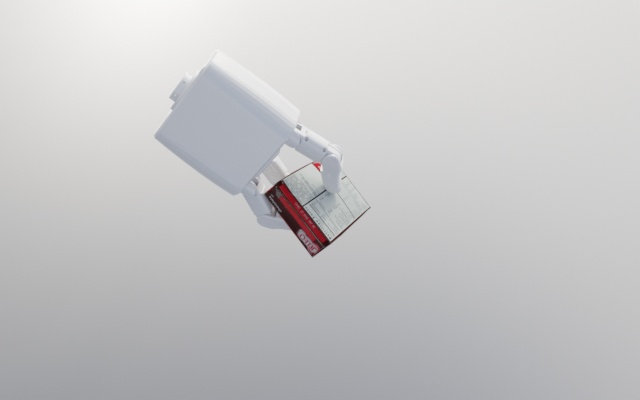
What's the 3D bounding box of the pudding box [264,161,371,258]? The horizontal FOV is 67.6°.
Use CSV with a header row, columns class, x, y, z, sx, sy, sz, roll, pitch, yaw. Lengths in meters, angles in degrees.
class,x,y,z,sx,sy,sz,roll,pitch,yaw
pudding box,0.000,0.002,0.559,0.039,0.090,0.113,-38,-1,38
